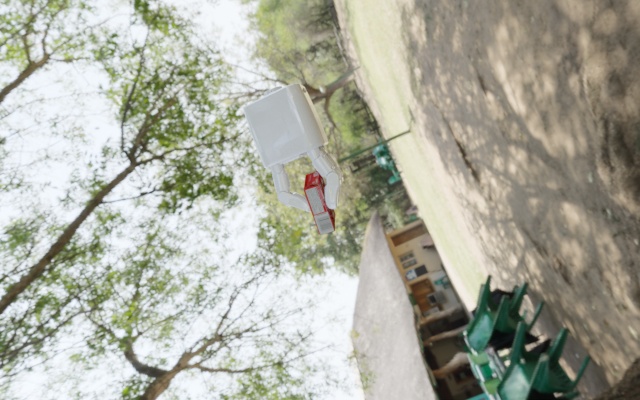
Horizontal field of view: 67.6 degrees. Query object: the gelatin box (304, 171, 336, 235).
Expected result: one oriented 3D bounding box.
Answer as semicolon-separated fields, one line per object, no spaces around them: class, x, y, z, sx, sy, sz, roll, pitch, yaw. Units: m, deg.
gelatin box;0.000;0.003;0.801;0.030;0.089;0.073;-16;19;8
